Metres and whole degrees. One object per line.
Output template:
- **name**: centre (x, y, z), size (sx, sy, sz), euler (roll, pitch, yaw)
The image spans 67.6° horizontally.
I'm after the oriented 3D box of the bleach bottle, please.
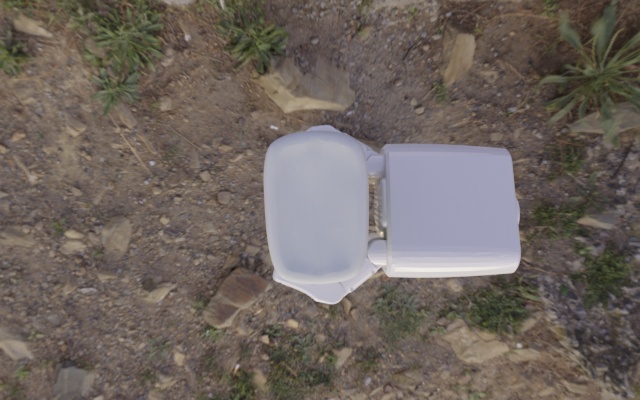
- **bleach bottle**: centre (0.000, 0.001, 0.425), size (0.068, 0.102, 0.251), euler (-1, 3, 1)
